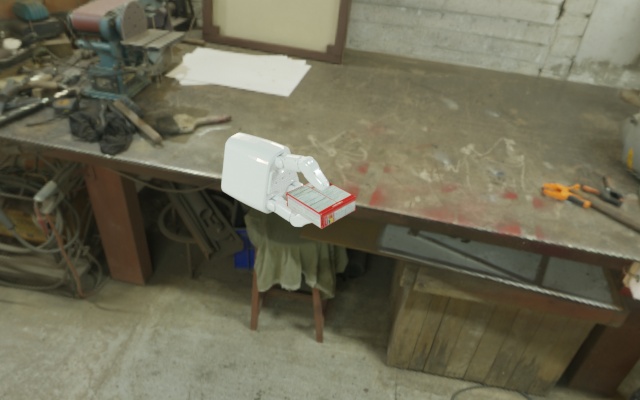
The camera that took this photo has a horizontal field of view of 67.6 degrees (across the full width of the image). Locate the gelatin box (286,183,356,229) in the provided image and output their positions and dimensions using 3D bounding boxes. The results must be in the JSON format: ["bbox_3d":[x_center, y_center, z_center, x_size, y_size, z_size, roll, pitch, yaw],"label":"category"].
[{"bbox_3d":[0.000,0.002,0.756,0.073,0.030,0.089,-27,39,-33],"label":"gelatin box"}]
